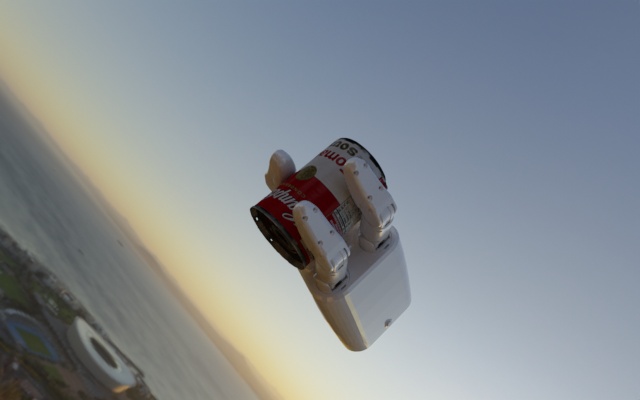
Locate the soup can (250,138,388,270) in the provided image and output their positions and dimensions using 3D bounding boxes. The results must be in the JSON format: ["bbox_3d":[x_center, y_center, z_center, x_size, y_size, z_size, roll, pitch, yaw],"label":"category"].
[{"bbox_3d":[0.000,0.001,0.411,0.102,0.068,0.068,-40,15,-19],"label":"soup can"}]
